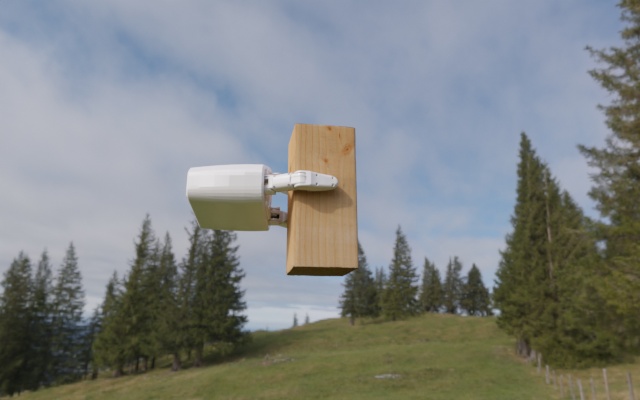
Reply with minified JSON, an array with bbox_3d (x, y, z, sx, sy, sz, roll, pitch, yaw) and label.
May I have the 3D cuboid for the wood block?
[{"bbox_3d":[0.000,0.002,0.699,0.090,0.206,0.091,3,-16,-10],"label":"wood block"}]
